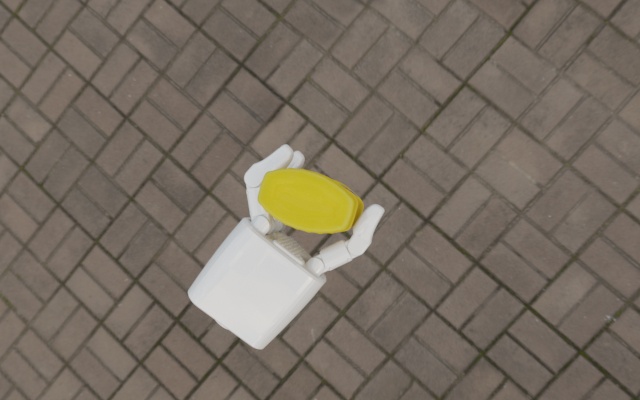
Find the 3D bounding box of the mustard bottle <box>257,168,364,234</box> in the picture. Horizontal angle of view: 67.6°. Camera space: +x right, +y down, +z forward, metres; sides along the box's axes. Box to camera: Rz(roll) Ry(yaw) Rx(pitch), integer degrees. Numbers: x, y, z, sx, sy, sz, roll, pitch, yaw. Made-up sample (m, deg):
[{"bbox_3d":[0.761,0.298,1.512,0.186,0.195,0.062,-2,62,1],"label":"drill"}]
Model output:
[{"bbox_3d":[0.000,0.001,0.544,0.096,0.058,0.191,16,2,9],"label":"mustard bottle"}]
